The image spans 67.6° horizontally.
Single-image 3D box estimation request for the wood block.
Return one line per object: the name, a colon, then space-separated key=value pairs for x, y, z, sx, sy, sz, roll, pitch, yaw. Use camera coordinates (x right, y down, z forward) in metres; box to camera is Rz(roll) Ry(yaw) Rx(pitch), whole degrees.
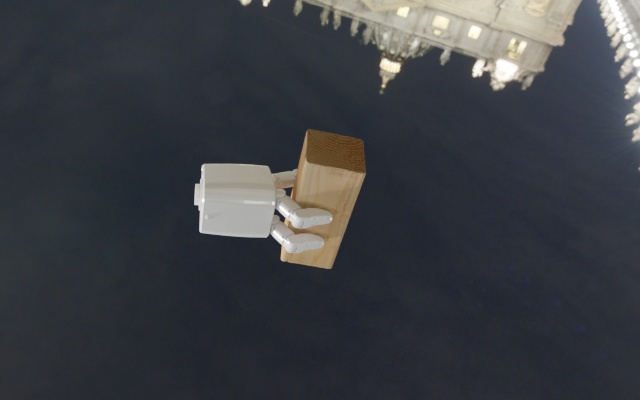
wood block: x=0.000 y=0.002 z=0.762 sx=0.090 sy=0.206 sz=0.090 roll=10 pitch=40 yaw=-8
